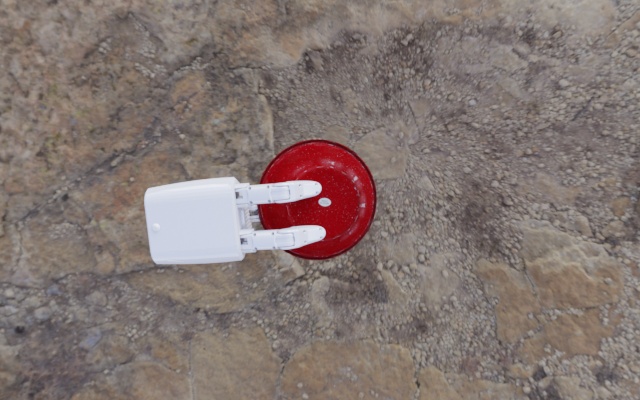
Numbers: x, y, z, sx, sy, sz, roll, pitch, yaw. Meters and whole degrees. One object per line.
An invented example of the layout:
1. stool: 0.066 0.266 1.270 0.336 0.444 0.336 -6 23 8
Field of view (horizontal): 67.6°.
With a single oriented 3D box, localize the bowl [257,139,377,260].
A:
1. bowl: 0.001 0.002 0.609 0.162 0.162 0.055 0 5 -8
